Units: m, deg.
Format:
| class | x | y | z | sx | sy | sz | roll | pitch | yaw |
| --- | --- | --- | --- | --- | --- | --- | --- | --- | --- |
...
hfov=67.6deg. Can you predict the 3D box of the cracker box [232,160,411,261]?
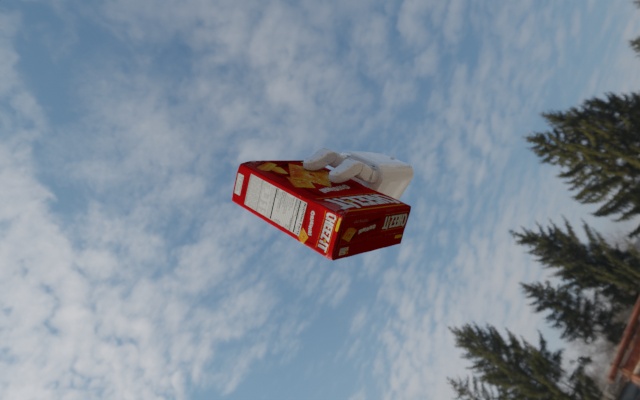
| class | x | y | z | sx | sy | sz | roll | pitch | yaw |
| --- | --- | --- | --- | --- | --- | --- | --- | --- | --- |
| cracker box | 0.000 | 0.002 | 0.712 | 0.213 | 0.072 | 0.164 | 26 | 21 | 37 |
